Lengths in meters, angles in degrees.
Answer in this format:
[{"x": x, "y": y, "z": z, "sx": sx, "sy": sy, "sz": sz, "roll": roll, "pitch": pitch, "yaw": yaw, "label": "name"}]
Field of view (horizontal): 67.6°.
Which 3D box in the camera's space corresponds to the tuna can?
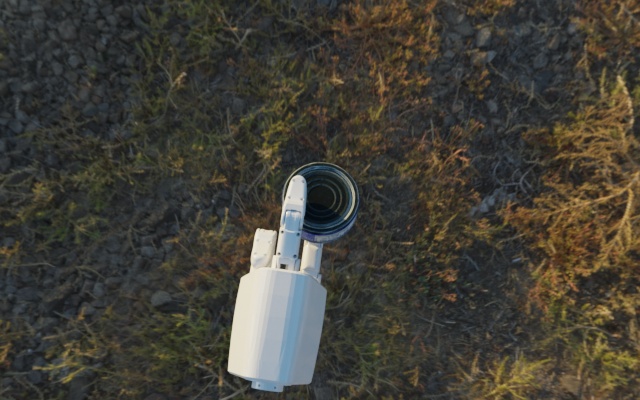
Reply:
[{"x": 0.000, "y": 0.001, "z": 0.526, "sx": 0.086, "sy": 0.086, "sz": 0.034, "roll": 0, "pitch": -21, "yaw": -2, "label": "tuna can"}]
